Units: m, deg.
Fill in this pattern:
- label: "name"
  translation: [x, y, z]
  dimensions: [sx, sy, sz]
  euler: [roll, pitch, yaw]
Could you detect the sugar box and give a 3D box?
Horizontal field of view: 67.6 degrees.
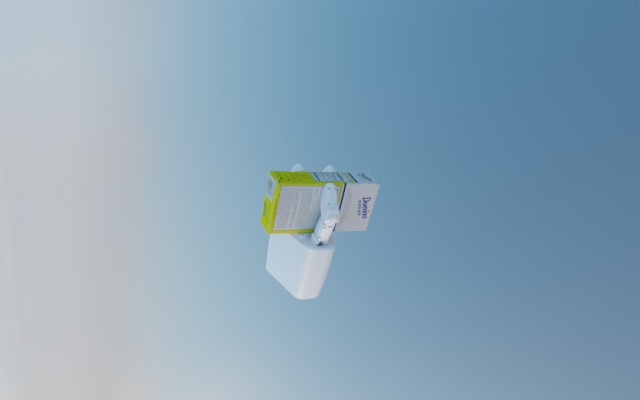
- label: "sugar box"
  translation: [0.000, 0.002, 0.757]
  dimensions: [0.176, 0.093, 0.048]
  euler: [-1, 31, -28]
